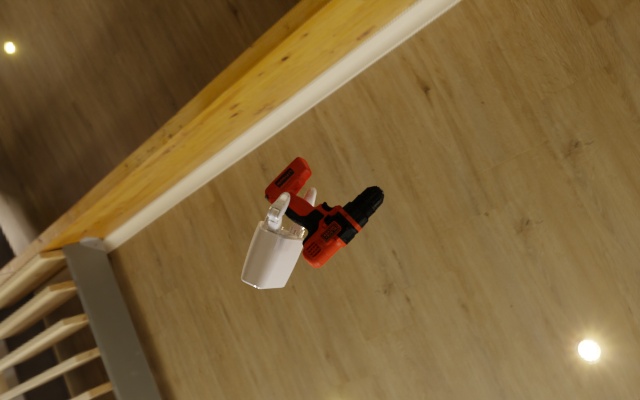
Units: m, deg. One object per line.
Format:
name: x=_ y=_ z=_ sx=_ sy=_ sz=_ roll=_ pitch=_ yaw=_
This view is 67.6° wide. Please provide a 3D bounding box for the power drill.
power drill: x=0.000 y=0.003 z=0.878 sx=0.187 sy=0.184 sz=0.057 roll=44 pitch=-3 yaw=30
